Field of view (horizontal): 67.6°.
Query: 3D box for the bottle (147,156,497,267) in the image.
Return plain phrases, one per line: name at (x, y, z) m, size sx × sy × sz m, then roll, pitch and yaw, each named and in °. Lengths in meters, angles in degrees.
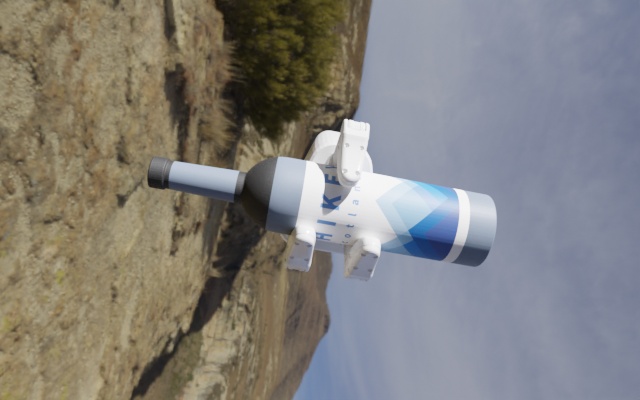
bottle at (0.000, 0.001, 0.421) m, size 0.296 × 0.069 × 0.069 m, roll 10°, pitch -1°, yaw -5°
